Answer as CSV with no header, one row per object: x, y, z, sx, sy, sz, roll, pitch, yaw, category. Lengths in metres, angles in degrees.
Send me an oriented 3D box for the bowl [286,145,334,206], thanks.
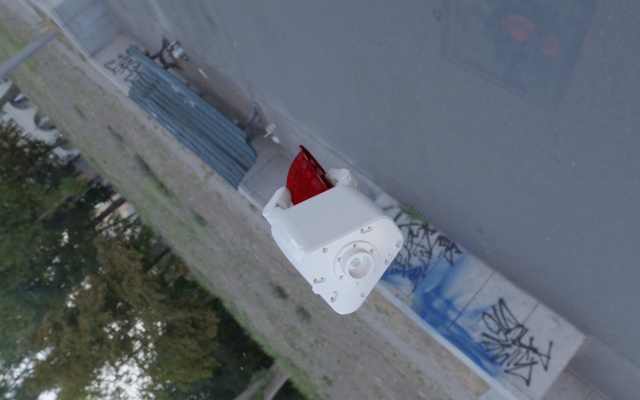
0.000,0.002,0.668,0.055,0.162,0.162,-36,-5,6,bowl
